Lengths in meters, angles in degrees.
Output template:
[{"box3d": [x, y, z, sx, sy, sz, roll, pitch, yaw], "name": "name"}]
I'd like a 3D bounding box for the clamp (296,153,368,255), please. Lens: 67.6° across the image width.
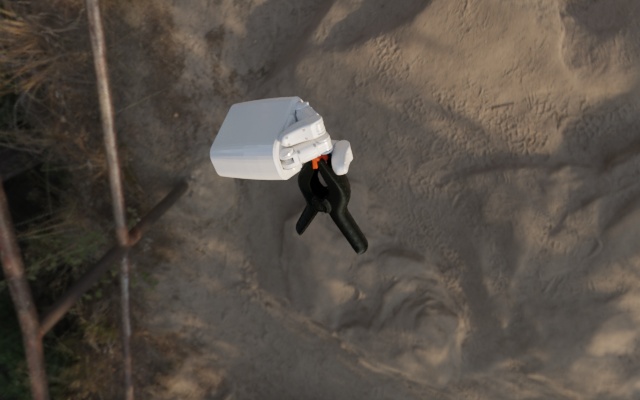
[{"box3d": [0.000, 0.002, 0.684, 0.120, 0.172, 0.039, 4, 36, 28], "name": "clamp"}]
